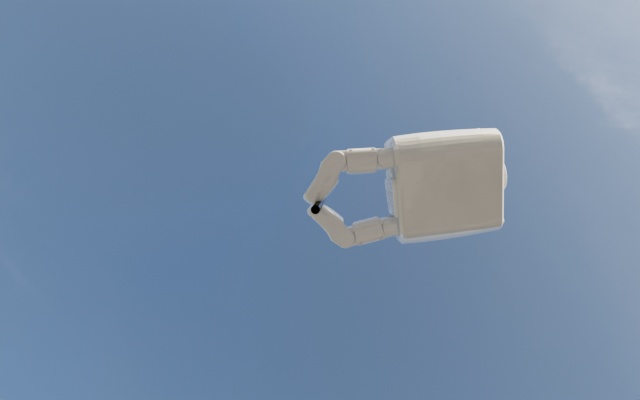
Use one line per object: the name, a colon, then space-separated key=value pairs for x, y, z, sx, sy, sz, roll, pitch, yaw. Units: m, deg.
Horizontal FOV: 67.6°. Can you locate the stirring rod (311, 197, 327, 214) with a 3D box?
stirring rod: x=0.000 y=0.002 z=0.525 sx=0.011 sy=0.011 sz=0.239 roll=0 pitch=3 yaw=2
